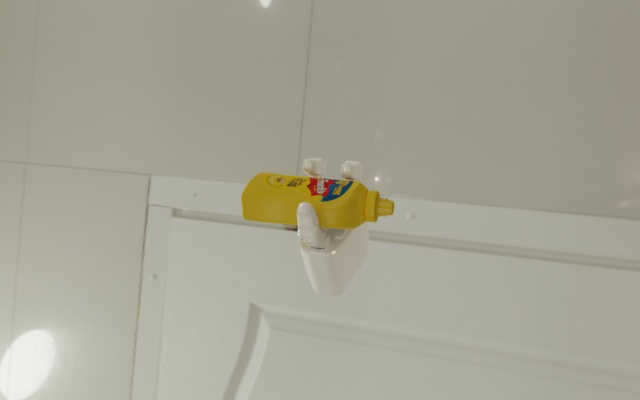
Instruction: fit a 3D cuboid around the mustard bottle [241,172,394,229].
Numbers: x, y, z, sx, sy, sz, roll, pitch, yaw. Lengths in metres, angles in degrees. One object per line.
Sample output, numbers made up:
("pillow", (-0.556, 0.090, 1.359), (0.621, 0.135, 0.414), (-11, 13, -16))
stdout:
("mustard bottle", (0.000, 0.002, 0.627), (0.191, 0.058, 0.096), (6, 22, 16))
